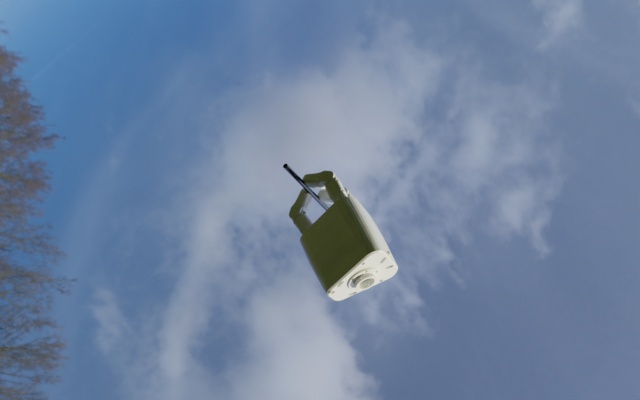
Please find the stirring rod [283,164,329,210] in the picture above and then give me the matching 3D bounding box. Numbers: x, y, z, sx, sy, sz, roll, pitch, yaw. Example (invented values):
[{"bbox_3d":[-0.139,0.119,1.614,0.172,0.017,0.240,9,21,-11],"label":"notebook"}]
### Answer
[{"bbox_3d":[0.000,0.003,0.807,0.011,0.011,0.240,0,-27,29],"label":"stirring rod"}]
